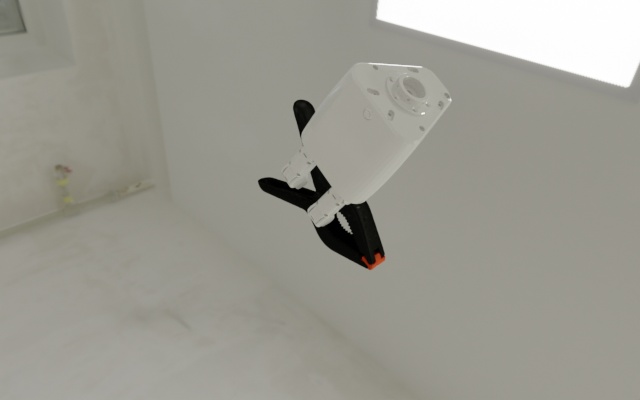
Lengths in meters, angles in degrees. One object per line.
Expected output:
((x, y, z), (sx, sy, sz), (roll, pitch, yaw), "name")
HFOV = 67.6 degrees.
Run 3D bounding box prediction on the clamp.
((0.001, 0.002, 0.599), (0.036, 0.210, 0.165), (-27, -13, -38), "clamp")
